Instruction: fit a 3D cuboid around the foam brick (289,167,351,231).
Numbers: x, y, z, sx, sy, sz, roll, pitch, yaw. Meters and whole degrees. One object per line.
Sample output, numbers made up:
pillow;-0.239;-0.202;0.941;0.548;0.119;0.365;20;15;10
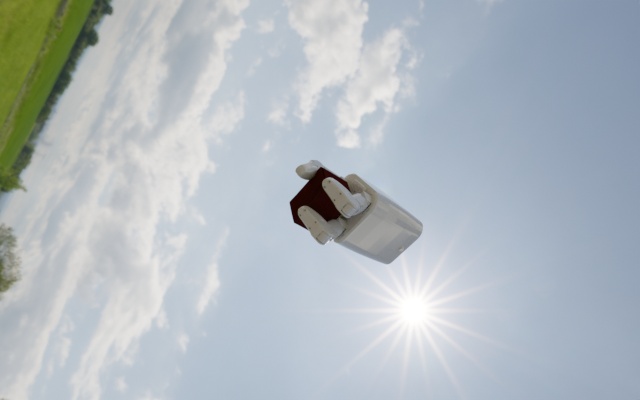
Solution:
foam brick;0.000;0.002;0.693;0.051;0.078;0.053;29;27;-29
